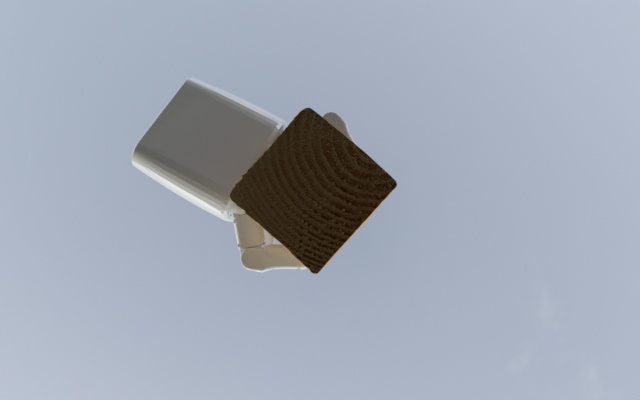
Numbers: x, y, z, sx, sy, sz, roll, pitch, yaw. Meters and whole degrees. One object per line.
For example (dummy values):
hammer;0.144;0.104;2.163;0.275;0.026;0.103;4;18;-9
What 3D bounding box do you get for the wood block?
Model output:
wood block;0.000;0.001;0.442;0.090;0.091;0.206;41;-1;6
